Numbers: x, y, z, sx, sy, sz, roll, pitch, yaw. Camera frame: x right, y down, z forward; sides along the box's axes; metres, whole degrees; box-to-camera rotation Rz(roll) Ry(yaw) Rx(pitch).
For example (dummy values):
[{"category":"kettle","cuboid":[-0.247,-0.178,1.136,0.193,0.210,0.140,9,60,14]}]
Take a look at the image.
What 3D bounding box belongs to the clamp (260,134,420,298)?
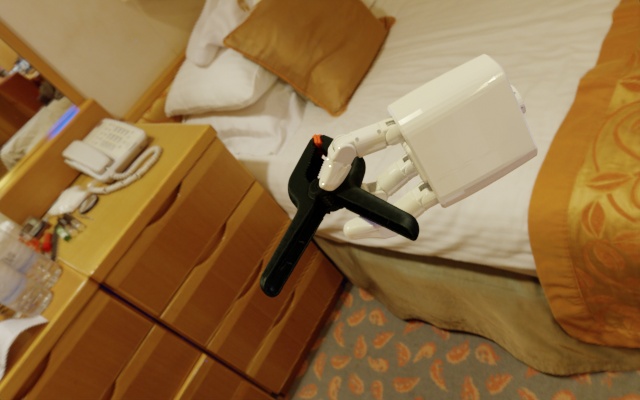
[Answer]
[{"category":"clamp","cuboid":[0.000,0.001,0.514,0.164,0.036,0.209,-28,39,10]}]
